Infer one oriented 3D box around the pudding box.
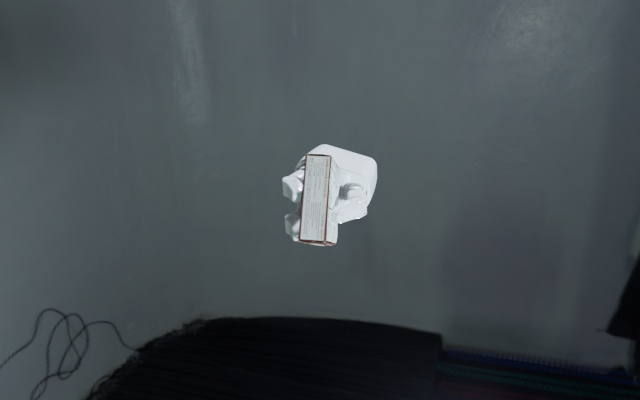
[{"bbox_3d":[0.000,0.002,0.627,0.039,0.113,0.090,1,-7,11],"label":"pudding box"}]
